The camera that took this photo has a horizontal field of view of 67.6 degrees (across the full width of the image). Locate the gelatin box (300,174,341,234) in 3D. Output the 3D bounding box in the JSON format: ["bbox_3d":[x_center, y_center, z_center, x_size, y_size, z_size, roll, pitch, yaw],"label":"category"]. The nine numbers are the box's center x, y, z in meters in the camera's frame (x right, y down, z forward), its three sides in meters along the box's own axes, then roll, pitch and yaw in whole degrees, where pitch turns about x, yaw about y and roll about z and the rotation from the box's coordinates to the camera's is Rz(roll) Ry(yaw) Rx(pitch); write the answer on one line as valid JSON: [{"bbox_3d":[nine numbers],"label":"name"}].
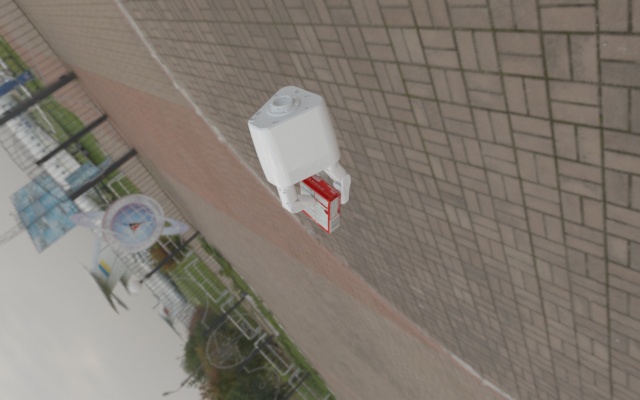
[{"bbox_3d":[0.000,0.003,0.812,0.030,0.089,0.073,-35,57,-26],"label":"gelatin box"}]
